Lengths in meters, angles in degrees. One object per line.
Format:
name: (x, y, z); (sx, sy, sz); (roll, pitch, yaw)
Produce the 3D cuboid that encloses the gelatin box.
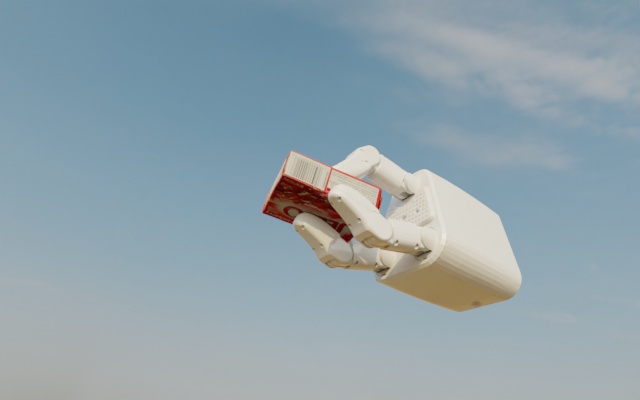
gelatin box: (0.000, 0.001, 0.427); (0.089, 0.030, 0.073); (22, -33, -9)
